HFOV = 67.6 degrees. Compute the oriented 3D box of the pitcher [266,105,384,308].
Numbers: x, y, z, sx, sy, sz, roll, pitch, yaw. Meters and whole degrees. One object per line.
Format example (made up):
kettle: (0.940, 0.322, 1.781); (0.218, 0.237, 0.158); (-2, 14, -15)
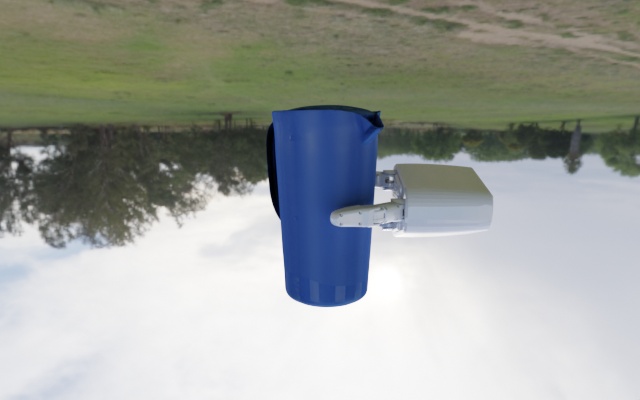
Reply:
pitcher: (0.000, 0.002, 0.610); (0.145, 0.243, 0.149); (0, 9, -2)
